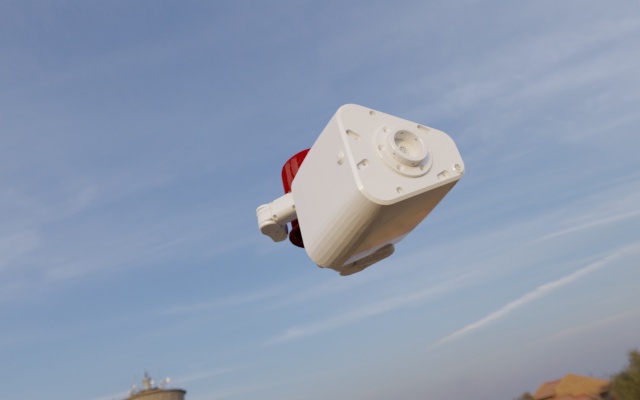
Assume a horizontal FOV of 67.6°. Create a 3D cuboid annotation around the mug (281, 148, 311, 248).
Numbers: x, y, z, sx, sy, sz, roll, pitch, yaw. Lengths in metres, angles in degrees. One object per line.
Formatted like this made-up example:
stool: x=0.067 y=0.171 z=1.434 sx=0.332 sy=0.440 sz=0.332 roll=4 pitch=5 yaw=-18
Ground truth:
mug: x=0.000 y=0.002 z=0.519 sx=0.093 sy=0.081 sz=0.117 roll=-1 pitch=-30 yaw=-25
